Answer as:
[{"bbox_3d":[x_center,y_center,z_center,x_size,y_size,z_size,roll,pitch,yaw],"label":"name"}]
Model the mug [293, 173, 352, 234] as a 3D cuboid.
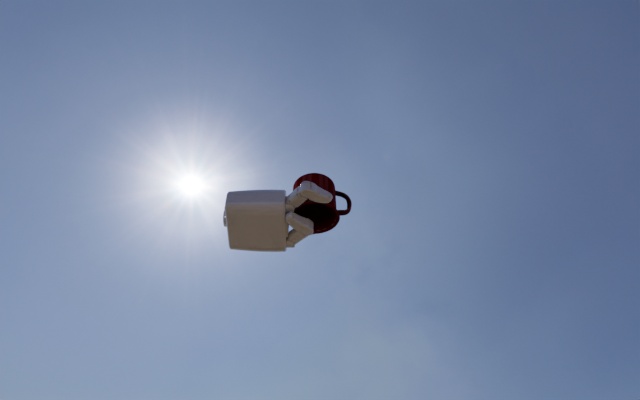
[{"bbox_3d":[0.002,0.003,0.896,0.117,0.081,0.093,0,-42,-2],"label":"mug"}]
